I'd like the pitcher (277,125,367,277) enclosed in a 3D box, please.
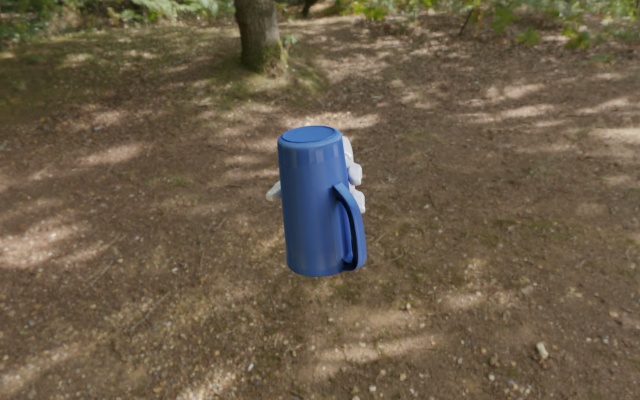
[{"bbox_3d":[0.000,0.003,0.820,0.149,0.243,0.145,-3,25,6],"label":"pitcher"}]
